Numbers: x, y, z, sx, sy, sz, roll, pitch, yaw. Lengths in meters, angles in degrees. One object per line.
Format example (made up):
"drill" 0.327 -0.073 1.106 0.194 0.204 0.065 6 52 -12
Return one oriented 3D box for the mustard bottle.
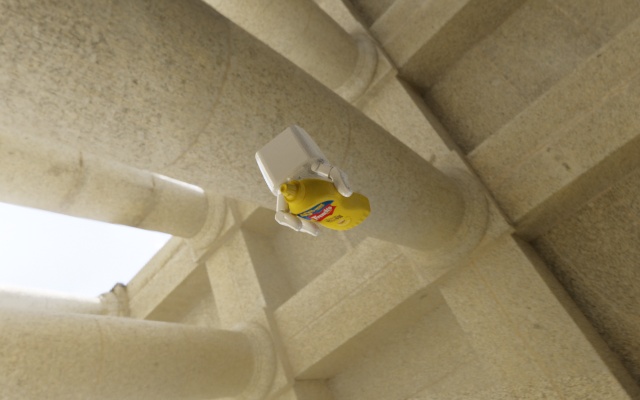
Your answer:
"mustard bottle" 0.000 0.003 0.857 0.096 0.058 0.192 -25 -30 33
